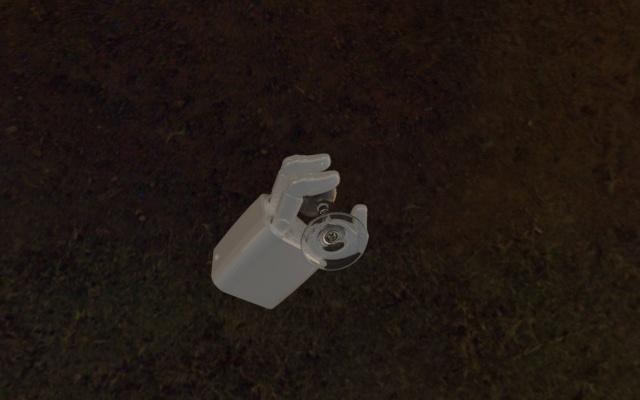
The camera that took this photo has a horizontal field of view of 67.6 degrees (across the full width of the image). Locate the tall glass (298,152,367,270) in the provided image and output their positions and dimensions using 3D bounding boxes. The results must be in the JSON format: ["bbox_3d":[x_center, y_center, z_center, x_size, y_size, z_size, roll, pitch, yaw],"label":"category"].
[{"bbox_3d":[0.000,0.002,0.608,0.079,0.079,0.201,0,27,-9],"label":"tall glass"}]
